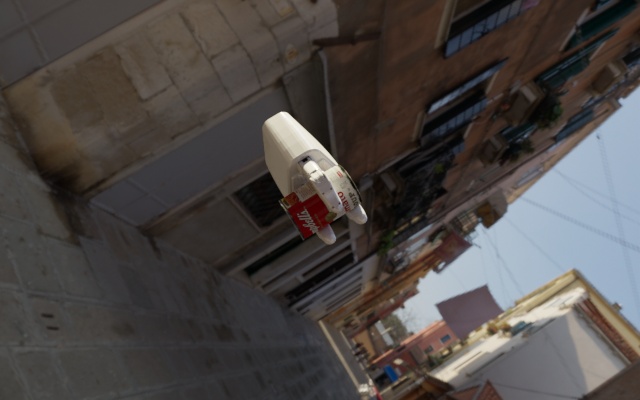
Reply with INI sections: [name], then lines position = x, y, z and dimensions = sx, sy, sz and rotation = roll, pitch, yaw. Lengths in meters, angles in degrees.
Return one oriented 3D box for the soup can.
[soup can]
position = 0.001, 0.002, 0.689
dimensions = 0.102, 0.068, 0.068
rotation = -32, 3, -5
